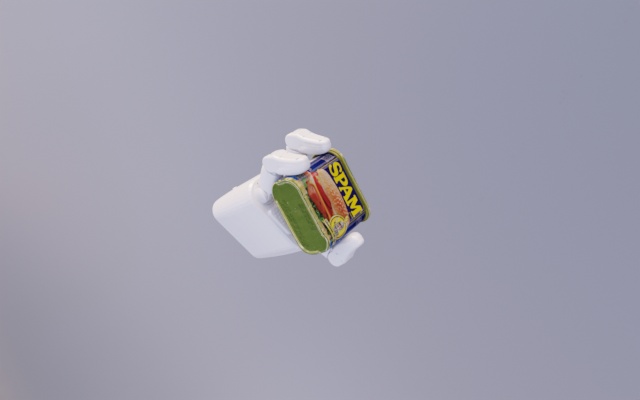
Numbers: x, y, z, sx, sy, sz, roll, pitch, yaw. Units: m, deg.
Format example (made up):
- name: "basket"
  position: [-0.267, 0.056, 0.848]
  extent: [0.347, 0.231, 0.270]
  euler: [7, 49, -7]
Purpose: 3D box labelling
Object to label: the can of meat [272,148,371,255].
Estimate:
- name: "can of meat"
  position: [0.000, 0.002, 0.566]
  extent: [0.057, 0.102, 0.084]
  euler: [-17, 15, 48]
